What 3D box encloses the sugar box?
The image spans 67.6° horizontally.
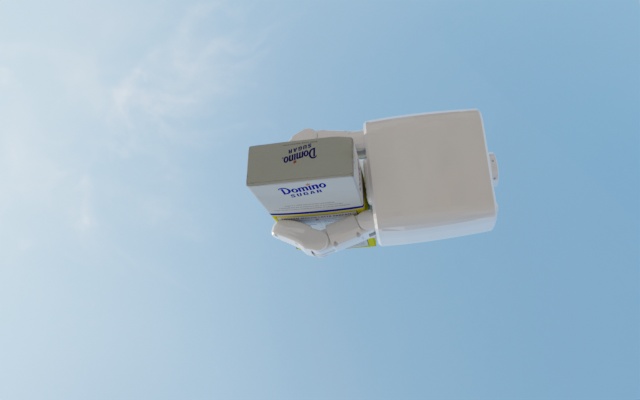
[{"bbox_3d":[0.000,0.001,0.469,0.093,0.048,0.176,-5,-27,10],"label":"sugar box"}]
